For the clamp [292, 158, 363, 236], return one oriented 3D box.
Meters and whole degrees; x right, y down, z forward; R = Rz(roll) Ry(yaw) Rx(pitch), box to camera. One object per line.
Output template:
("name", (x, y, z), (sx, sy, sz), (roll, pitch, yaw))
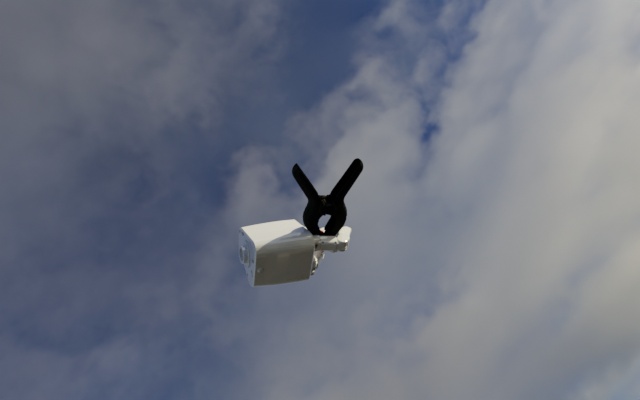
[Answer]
("clamp", (0.000, 0.003, 0.818), (0.120, 0.171, 0.039), (5, 28, -14))
